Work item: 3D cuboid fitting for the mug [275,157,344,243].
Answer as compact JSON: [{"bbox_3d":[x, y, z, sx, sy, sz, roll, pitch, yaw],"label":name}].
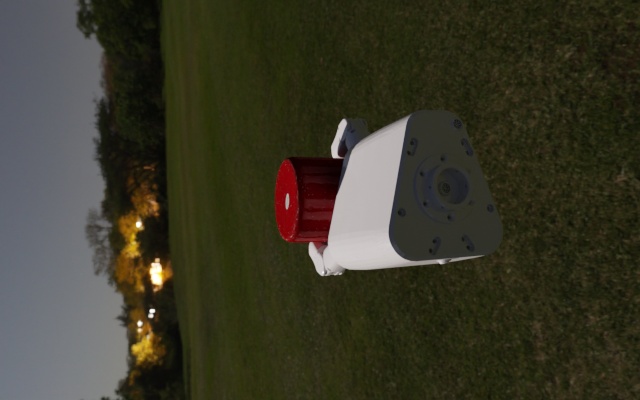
[{"bbox_3d":[-0.001,0.002,0.477,0.081,0.093,0.117,0,-11,-21],"label":"mug"}]
